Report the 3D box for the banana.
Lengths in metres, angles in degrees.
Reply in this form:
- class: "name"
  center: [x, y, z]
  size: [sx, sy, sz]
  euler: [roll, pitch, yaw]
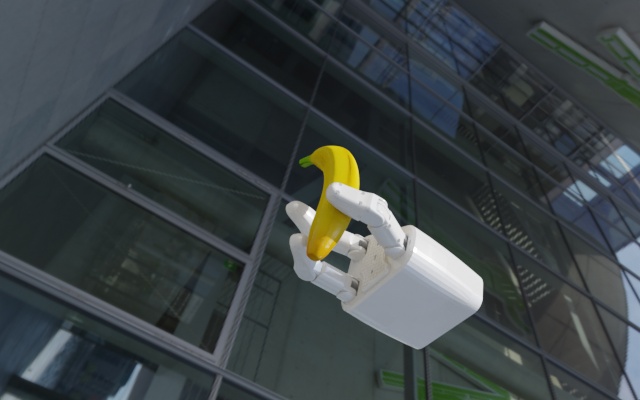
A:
- class: "banana"
  center: [0.012, -0.013, 0.509]
  size: [0.037, 0.070, 0.197]
  euler: [36, 22, -21]
